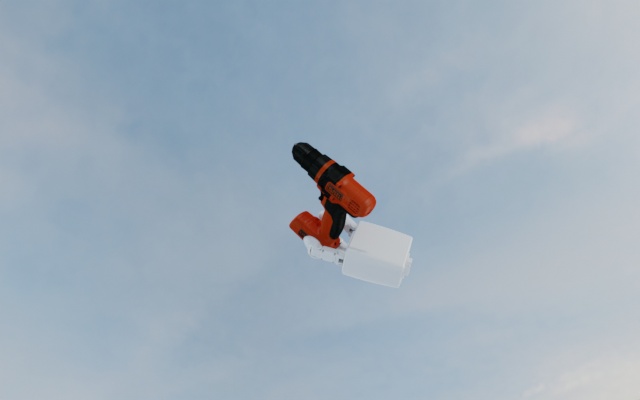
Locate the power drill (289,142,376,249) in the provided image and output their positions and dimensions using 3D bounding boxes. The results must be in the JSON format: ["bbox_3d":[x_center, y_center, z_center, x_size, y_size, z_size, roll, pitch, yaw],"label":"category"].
[{"bbox_3d":[0.000,0.003,0.889,0.057,0.184,0.188,-34,-21,-38],"label":"power drill"}]
